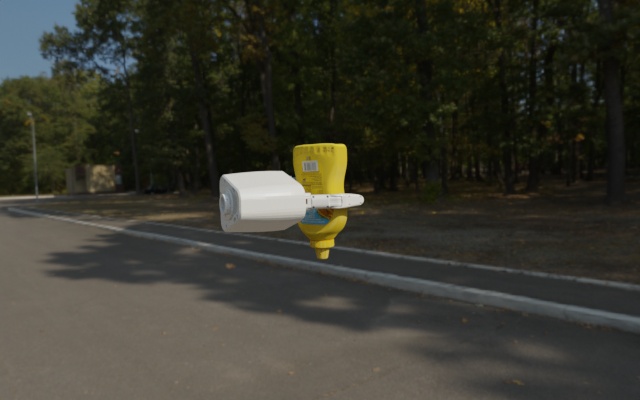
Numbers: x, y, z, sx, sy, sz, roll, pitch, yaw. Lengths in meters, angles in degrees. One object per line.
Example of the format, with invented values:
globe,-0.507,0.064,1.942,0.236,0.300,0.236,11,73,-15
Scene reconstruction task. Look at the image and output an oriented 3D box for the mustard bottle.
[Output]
mustard bottle,0.000,0.002,0.801,0.096,0.191,0.058,1,4,38
